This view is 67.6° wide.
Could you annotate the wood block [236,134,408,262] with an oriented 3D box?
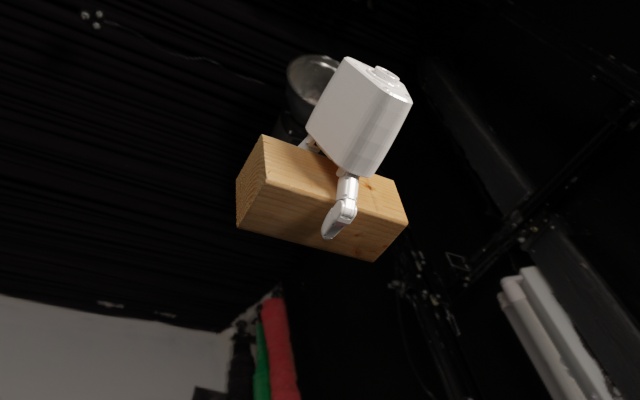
[{"bbox_3d":[0.000,0.002,0.635,0.206,0.090,0.090,17,-51,-25],"label":"wood block"}]
